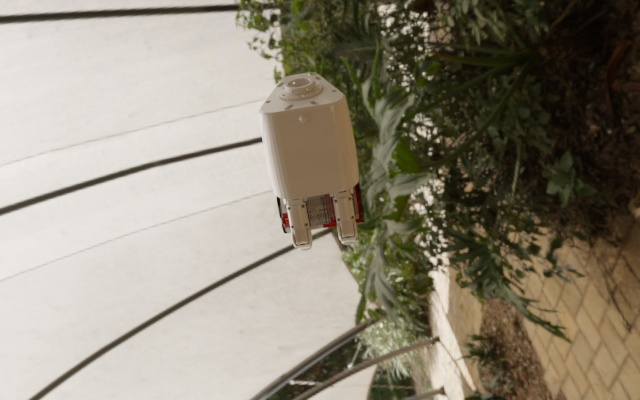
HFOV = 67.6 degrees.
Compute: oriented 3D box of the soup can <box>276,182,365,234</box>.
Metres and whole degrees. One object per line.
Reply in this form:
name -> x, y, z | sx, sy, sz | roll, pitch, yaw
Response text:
soup can -> 0.000, 0.002, 0.600 | 0.102, 0.068, 0.068 | -9, 0, 1
